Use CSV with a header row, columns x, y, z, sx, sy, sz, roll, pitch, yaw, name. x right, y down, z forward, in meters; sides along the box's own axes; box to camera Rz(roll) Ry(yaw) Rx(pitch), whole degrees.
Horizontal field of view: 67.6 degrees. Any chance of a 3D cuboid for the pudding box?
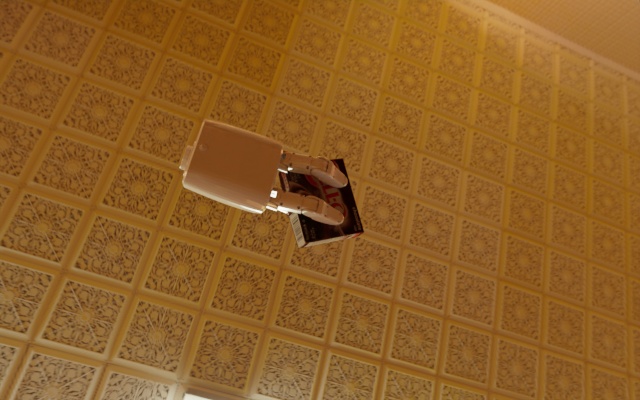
x,y,z,sx,sy,sz,roll,pitch,yaw,name
0.000,0.002,0.651,0.090,0.113,0.039,-9,-13,-25,pudding box
